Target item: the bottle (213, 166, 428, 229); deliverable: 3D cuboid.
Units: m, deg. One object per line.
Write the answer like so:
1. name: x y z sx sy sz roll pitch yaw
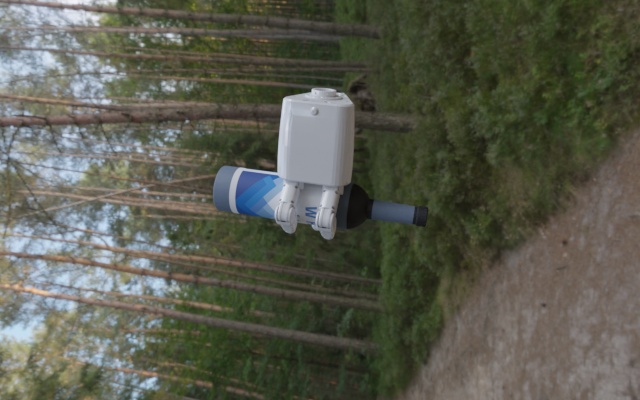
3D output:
1. bottle: 0.000 0.002 0.670 0.295 0.069 0.069 8 1 11
